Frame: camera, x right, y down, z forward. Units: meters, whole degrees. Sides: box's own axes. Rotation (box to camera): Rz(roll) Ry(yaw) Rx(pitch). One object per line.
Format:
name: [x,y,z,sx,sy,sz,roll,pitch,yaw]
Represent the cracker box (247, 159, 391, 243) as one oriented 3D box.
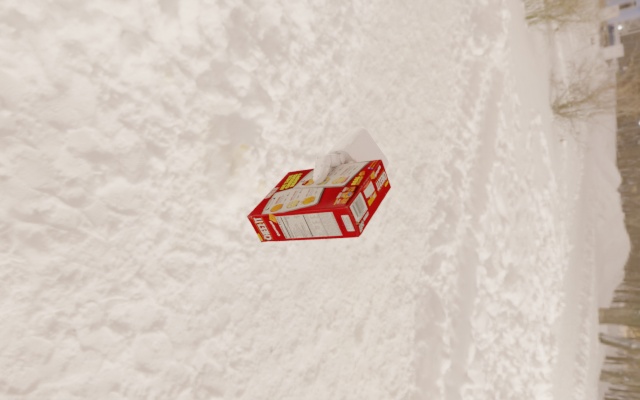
cracker box: [0.000,0.003,0.872,0.214,0.072,0.164,-6,29,33]
